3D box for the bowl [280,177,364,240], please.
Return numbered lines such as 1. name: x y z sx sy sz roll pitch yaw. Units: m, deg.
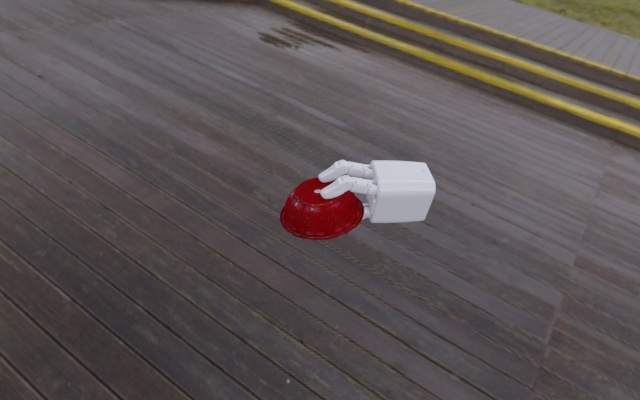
1. bowl: -0.001 0.003 0.894 0.162 0.055 0.162 -5 35 3
